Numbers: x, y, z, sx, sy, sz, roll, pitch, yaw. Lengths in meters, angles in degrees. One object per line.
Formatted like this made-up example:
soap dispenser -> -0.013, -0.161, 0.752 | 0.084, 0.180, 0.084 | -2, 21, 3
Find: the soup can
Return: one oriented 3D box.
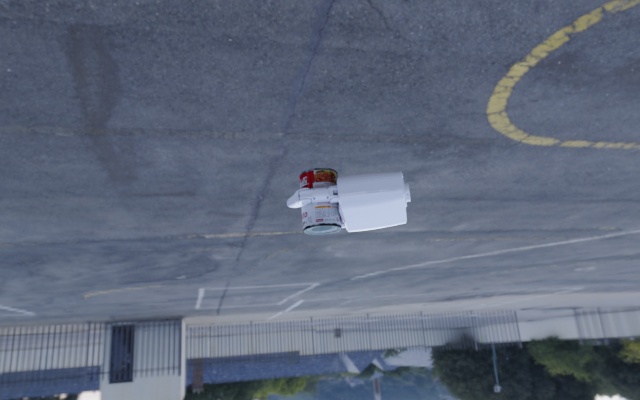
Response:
soup can -> 0.000, 0.003, 0.824 | 0.068, 0.102, 0.068 | -4, -17, -1
